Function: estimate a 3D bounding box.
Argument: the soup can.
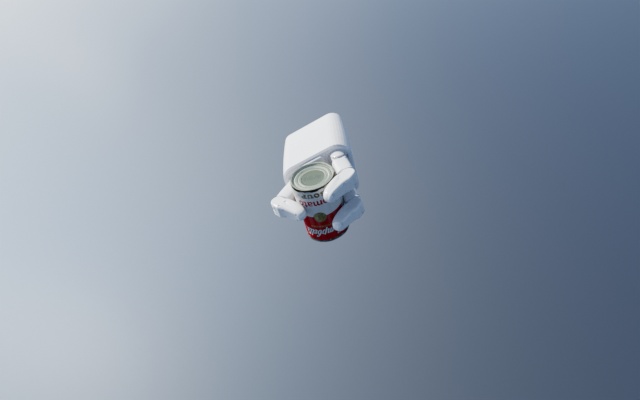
[{"bbox_3d":[0.000,0.002,0.706,0.068,0.102,0.068,-10,40,9],"label":"soup can"}]
